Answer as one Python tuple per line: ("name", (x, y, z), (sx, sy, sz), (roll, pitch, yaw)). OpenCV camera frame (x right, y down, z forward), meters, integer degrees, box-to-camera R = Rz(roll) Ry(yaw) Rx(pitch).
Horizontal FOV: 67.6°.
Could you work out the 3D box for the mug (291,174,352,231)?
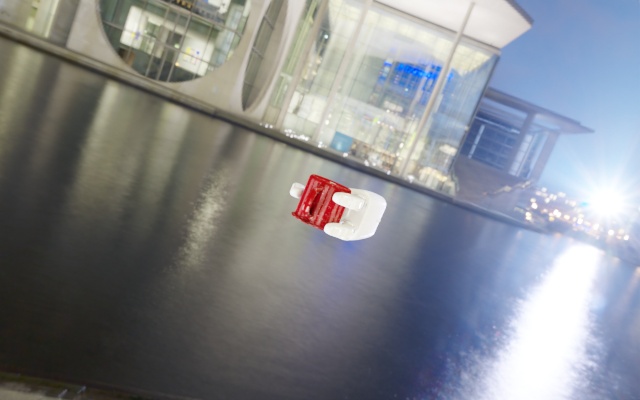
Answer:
("mug", (0.000, 0.002, 0.847), (0.093, 0.081, 0.117), (25, 7, 23))
